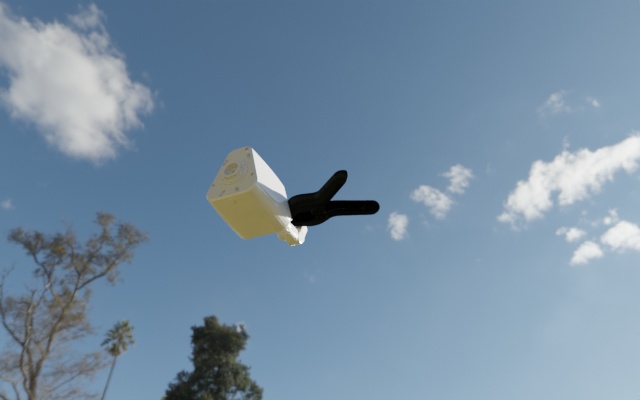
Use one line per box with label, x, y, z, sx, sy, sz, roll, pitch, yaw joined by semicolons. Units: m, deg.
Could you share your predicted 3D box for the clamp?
clamp;0.000;0.002;0.790;0.171;0.039;0.120;-15;-43;19
